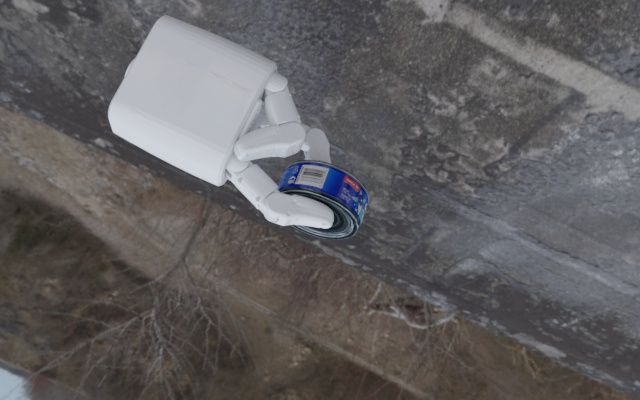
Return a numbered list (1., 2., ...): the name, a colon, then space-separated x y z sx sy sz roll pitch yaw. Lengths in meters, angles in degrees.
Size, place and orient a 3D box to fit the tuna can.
1. tuna can: 0.000 0.002 0.445 0.086 0.033 0.086 16 -29 9
